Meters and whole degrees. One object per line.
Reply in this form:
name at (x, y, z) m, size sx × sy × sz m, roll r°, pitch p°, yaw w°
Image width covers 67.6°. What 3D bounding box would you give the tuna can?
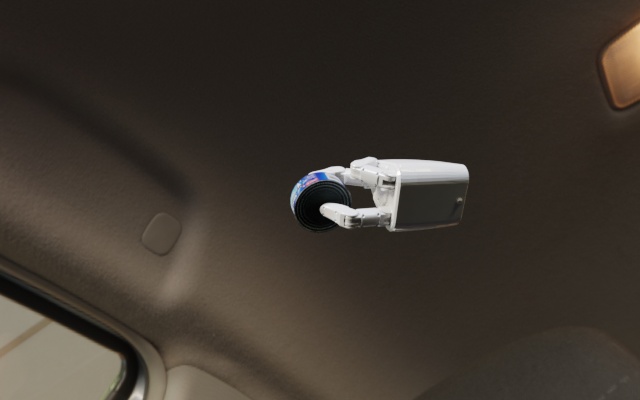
tuna can at (0.000, 0.002, 0.695) m, size 0.086 × 0.086 × 0.033 m, roll 0°, pitch 28°, yaw -17°
